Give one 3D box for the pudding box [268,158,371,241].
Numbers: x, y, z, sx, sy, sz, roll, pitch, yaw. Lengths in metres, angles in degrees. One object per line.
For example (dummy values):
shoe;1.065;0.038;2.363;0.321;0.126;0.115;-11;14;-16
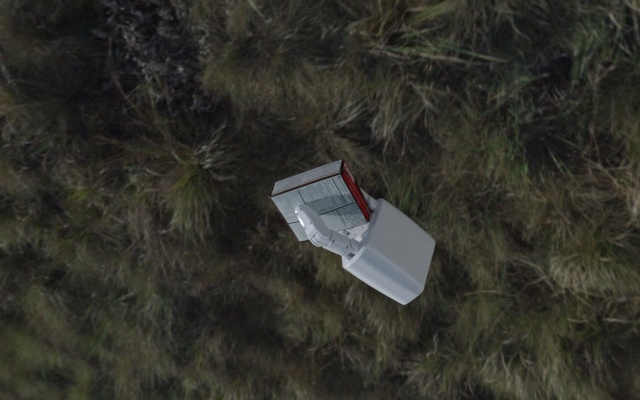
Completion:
pudding box;0.000;0.002;0.648;0.113;0.090;0.039;-18;31;22
